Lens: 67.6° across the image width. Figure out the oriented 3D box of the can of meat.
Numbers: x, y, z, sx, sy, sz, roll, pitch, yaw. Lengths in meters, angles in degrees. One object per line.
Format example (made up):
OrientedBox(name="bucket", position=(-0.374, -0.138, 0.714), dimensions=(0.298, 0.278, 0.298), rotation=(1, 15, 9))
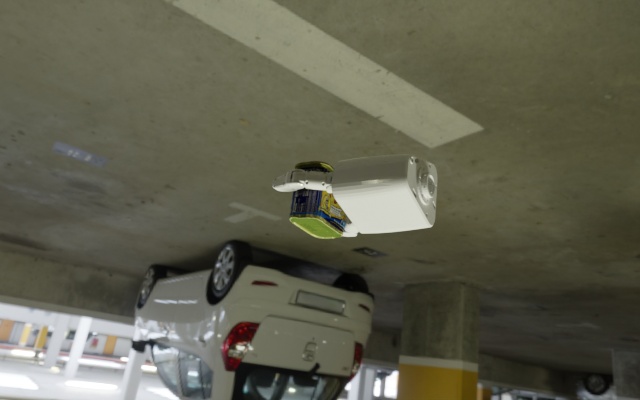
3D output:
OrientedBox(name="can of meat", position=(0.000, 0.003, 0.698), dimensions=(0.057, 0.084, 0.102), rotation=(-4, -23, 29))
